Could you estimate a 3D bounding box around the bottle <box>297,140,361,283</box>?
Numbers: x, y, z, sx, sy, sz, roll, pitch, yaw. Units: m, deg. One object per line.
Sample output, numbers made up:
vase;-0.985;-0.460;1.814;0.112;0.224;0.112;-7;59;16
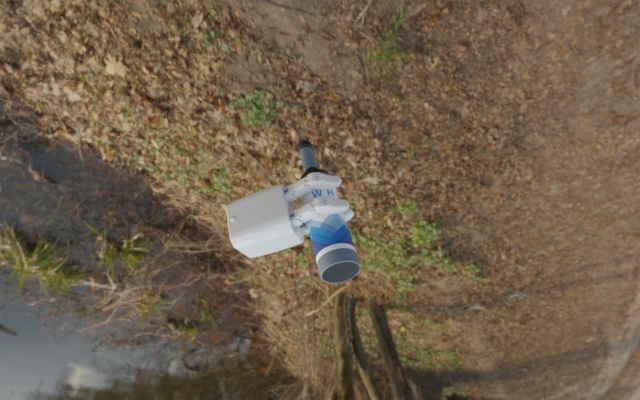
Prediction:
bottle;0.000;0.003;0.850;0.069;0.295;0.069;-10;-38;-8
